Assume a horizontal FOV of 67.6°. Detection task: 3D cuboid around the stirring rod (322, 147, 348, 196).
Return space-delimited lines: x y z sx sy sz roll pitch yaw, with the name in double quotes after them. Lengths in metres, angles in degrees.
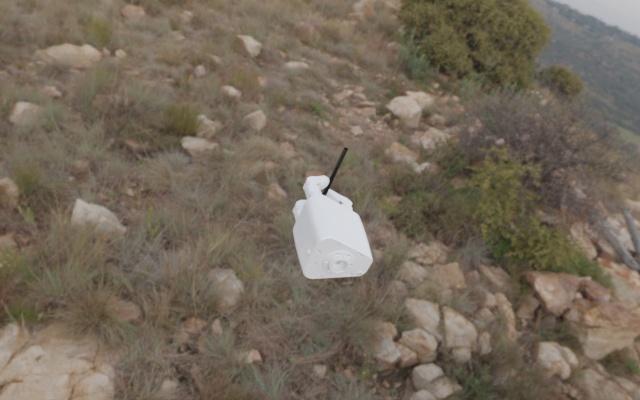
0.000 0.003 0.894 0.011 0.240 0.011 18 32 -12 "stirring rod"
